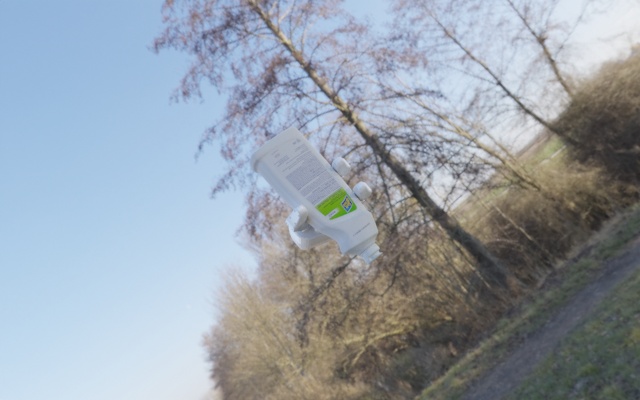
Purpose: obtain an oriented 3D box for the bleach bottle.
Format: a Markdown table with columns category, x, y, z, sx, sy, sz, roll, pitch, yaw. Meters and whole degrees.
| category | x | y | z | sx | sy | sz | roll | pitch | yaw |
| --- | --- | --- | --- | --- | --- | --- | --- | --- | --- |
| bleach bottle | 0.000 | 0.002 | 0.769 | 0.102 | 0.251 | 0.068 | -37 | -12 | -14 |
